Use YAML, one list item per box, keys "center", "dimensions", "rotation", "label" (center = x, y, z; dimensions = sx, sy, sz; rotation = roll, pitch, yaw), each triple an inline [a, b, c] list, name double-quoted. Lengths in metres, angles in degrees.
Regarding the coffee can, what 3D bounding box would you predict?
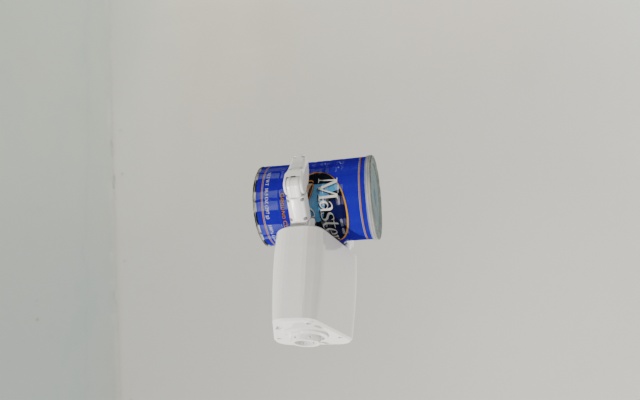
- center: [0.000, 0.002, 0.591]
  dimensions: [0.140, 0.103, 0.103]
  rotation: [-5, -1, 13]
  label: "coffee can"
